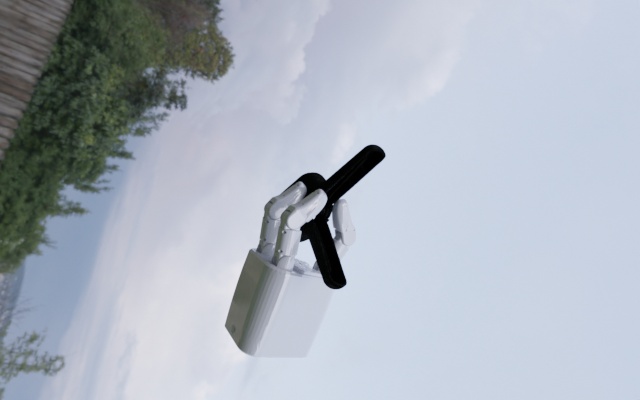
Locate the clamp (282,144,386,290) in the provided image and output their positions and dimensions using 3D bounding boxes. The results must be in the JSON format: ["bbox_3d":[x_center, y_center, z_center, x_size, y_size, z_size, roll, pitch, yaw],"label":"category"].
[{"bbox_3d":[0.000,0.002,0.597,0.036,0.164,0.210,21,1,-29],"label":"clamp"}]
